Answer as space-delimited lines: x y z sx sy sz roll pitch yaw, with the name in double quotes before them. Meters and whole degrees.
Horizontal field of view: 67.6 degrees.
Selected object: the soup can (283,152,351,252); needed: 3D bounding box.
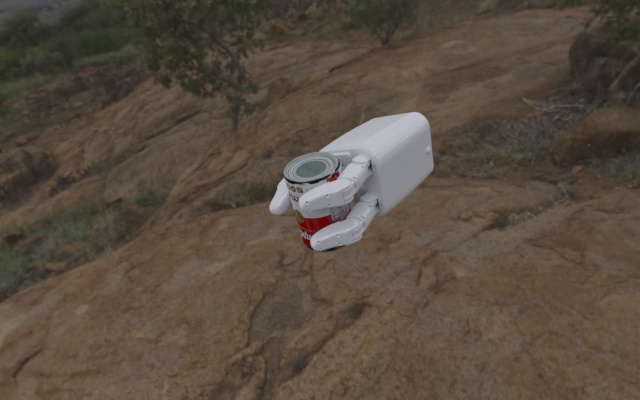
"soup can" 0.000 0.002 0.570 0.068 0.102 0.068 -10 34 7
